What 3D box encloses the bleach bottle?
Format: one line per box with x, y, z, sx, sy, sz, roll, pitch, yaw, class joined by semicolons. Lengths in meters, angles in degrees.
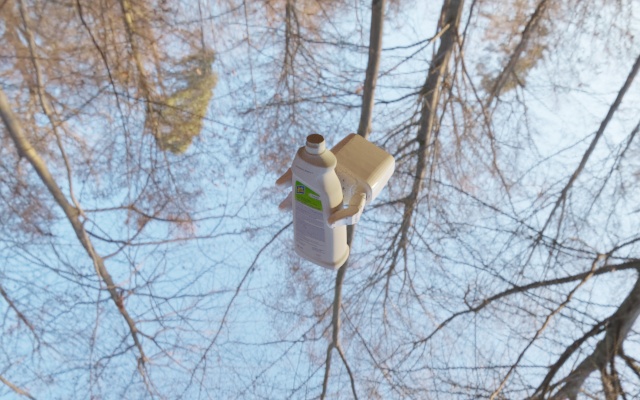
0.000;0.003;0.811;0.102;0.251;0.068;20;45;22;bleach bottle
